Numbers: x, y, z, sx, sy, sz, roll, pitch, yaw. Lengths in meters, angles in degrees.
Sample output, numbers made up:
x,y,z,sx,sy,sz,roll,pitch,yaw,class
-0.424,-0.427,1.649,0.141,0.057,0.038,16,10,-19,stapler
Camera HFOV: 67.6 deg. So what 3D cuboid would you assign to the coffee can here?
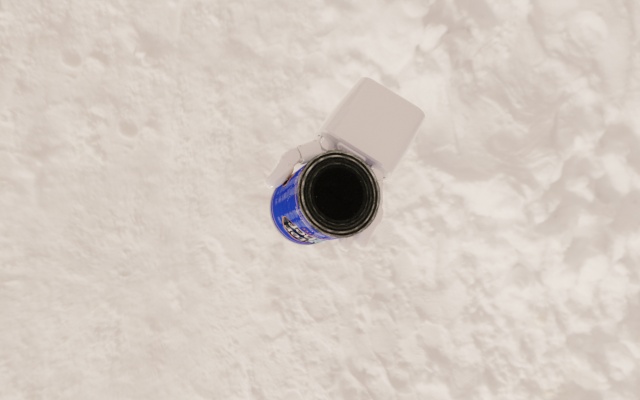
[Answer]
x,y,z,sx,sy,sz,roll,pitch,yaw,class
0.000,0.002,0.608,0.103,0.103,0.140,0,-8,-19,coffee can
